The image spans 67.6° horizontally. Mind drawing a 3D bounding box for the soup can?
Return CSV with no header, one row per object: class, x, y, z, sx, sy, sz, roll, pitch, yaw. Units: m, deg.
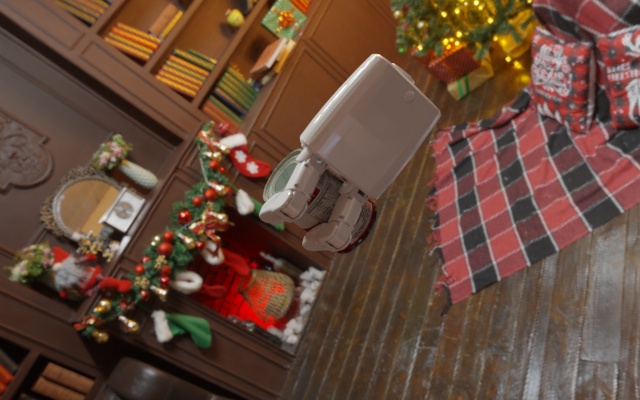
soup can,0.000,0.002,0.498,0.102,0.068,0.068,36,-17,-24
